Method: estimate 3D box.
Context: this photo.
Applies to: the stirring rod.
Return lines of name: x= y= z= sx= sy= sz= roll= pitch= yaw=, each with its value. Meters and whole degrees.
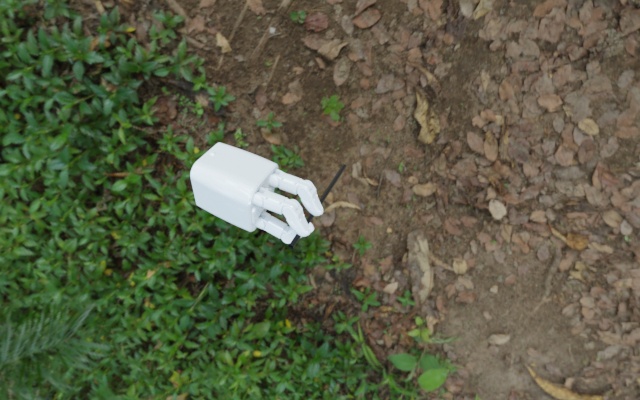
stirring rod: x=0.000 y=0.002 z=0.786 sx=0.011 sy=0.011 sz=0.239 roll=0 pitch=33 yaw=26
